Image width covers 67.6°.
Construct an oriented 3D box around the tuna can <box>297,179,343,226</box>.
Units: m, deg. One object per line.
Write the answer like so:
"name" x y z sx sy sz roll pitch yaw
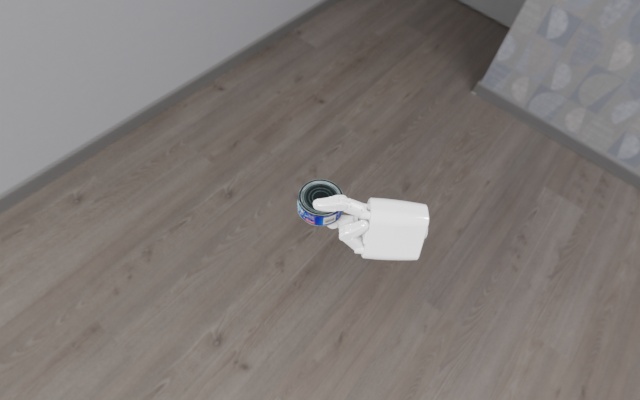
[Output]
"tuna can" 0.000 0.003 0.871 0.086 0.086 0.034 0 -36 -4
